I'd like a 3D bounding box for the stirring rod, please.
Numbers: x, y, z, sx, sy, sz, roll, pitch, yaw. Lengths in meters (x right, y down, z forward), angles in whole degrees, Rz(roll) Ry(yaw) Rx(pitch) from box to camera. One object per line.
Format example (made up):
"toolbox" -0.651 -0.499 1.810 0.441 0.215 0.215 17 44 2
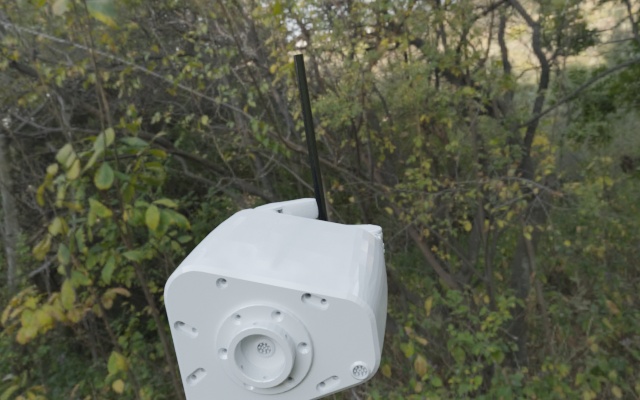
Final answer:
"stirring rod" 0.000 0.001 0.401 0.011 0.239 0.011 -8 11 2
